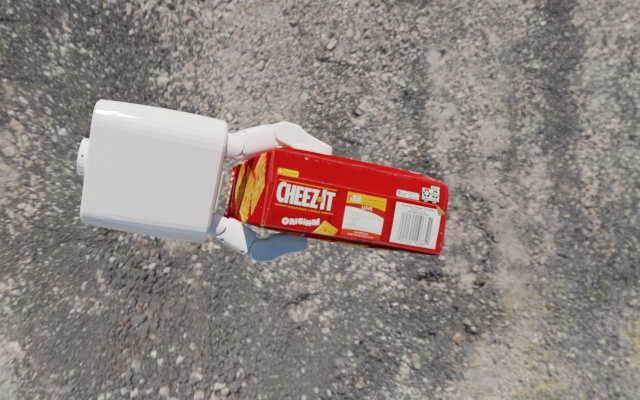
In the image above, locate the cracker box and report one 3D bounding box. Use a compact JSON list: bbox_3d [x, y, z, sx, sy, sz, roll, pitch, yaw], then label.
[{"bbox_3d":[0.000,0.002,0.485,0.164,0.072,0.213,10,-3,-19],"label":"cracker box"}]
